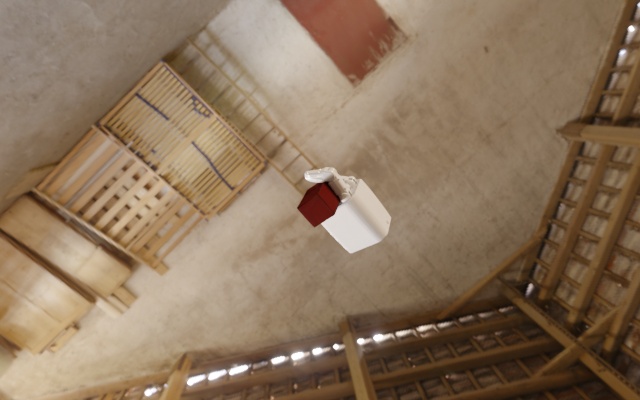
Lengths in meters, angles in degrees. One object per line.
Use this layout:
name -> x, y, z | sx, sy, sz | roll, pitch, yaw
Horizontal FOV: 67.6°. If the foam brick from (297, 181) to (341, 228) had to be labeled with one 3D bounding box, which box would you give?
foam brick -> 0.000, 0.003, 0.890 | 0.053, 0.051, 0.078 | -33, 15, 27
